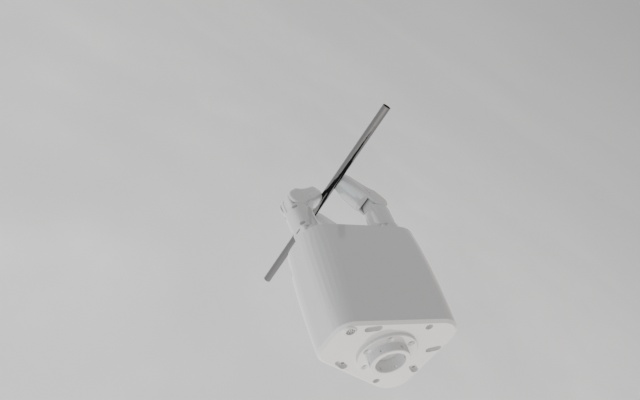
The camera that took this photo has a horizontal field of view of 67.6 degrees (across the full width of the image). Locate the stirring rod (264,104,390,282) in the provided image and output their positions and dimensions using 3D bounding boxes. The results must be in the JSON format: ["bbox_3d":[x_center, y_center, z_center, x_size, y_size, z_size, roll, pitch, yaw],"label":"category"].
[{"bbox_3d":[0.000,0.002,0.495,0.011,0.240,0.011,27,28,-15],"label":"stirring rod"}]
